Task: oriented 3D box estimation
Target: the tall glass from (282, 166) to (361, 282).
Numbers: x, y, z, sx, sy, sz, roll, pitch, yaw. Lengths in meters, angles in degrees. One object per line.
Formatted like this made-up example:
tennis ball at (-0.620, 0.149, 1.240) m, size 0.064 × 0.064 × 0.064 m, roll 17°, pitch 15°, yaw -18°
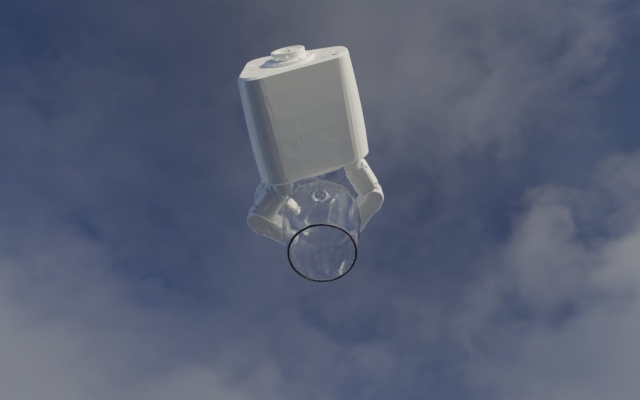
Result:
tall glass at (0.000, 0.001, 0.507) m, size 0.079 × 0.079 × 0.201 m, roll 0°, pitch 28°, yaw -1°
